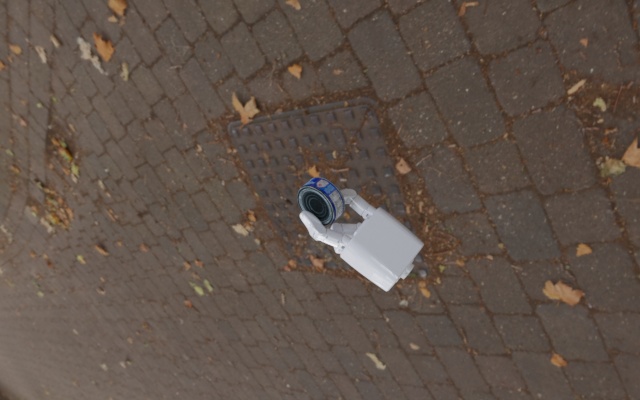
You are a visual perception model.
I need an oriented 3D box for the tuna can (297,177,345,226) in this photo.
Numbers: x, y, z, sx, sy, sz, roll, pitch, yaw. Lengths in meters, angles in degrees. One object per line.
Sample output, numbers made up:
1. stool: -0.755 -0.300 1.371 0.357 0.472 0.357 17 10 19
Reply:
1. tuna can: 0.000 0.003 0.855 0.086 0.086 0.033 0 30 44
